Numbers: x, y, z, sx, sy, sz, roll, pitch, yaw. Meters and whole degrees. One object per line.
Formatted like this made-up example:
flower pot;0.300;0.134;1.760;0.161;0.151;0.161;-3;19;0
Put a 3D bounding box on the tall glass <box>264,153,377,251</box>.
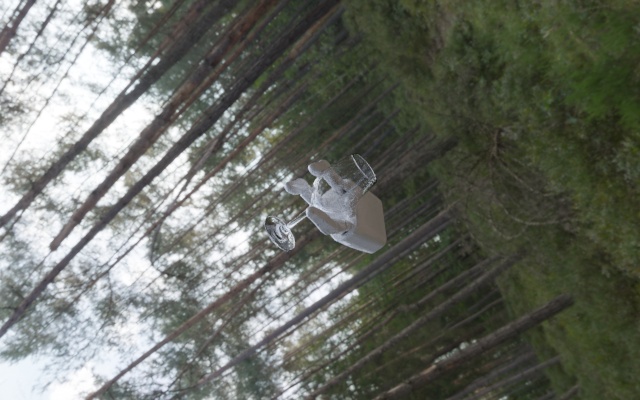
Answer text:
tall glass;0.000;0.003;0.817;0.201;0.079;0.079;-38;-16;22
